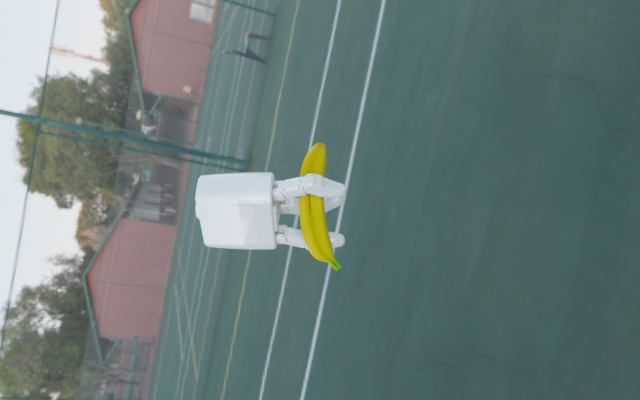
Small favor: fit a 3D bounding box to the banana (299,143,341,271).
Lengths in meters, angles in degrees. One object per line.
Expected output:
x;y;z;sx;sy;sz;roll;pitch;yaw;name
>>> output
-0.007;0.002;0.692;0.037;0.197;0.070;-11;-15;20;banana
